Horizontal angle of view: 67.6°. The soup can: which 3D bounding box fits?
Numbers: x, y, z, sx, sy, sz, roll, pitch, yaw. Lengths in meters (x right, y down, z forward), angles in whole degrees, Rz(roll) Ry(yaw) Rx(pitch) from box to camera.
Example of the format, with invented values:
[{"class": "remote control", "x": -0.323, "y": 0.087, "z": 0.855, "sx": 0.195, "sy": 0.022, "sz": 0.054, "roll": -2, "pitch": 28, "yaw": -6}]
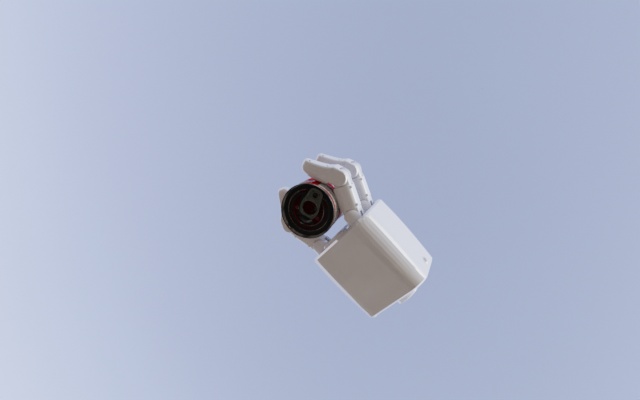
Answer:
[{"class": "soup can", "x": 0.000, "y": 0.002, "z": 0.613, "sx": 0.068, "sy": 0.068, "sz": 0.102, "roll": 0, "pitch": 12, "yaw": 19}]
